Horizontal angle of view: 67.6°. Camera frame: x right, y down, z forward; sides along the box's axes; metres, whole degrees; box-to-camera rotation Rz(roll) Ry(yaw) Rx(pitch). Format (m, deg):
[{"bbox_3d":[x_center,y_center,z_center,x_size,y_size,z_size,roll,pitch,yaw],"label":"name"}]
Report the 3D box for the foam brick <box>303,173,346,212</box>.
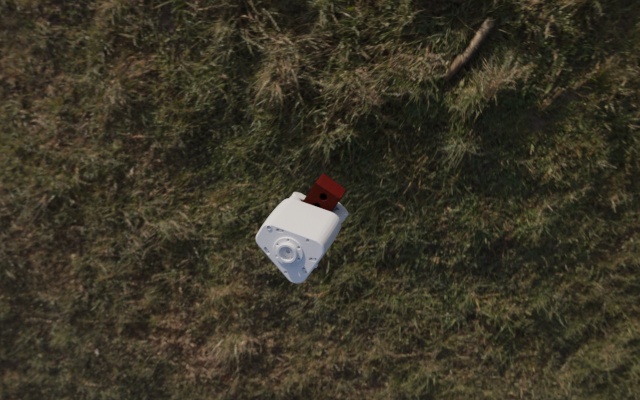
[{"bbox_3d":[0.000,0.002,0.843,0.053,0.078,0.051,34,25,2],"label":"foam brick"}]
